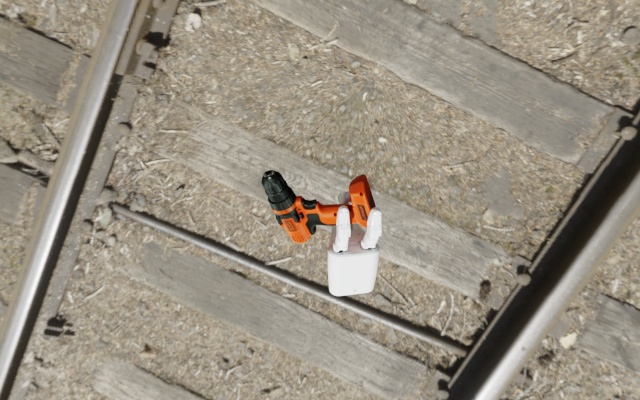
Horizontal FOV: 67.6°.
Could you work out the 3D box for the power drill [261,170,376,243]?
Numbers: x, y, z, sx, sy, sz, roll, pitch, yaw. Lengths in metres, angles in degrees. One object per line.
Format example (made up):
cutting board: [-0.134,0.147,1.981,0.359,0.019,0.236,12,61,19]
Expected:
power drill: [0.001,0.003,0.884,0.187,0.057,0.185,-7,-43,18]
